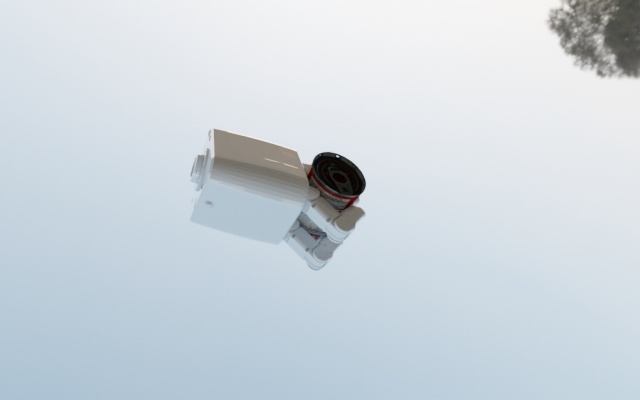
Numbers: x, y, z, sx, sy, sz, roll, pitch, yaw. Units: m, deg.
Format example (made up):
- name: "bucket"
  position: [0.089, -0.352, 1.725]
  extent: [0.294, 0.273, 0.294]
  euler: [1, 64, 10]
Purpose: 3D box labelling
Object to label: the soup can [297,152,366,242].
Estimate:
- name: "soup can"
  position: [0.000, 0.002, 0.568]
  extent: [0.068, 0.068, 0.102]
  euler: [0, -40, -34]
